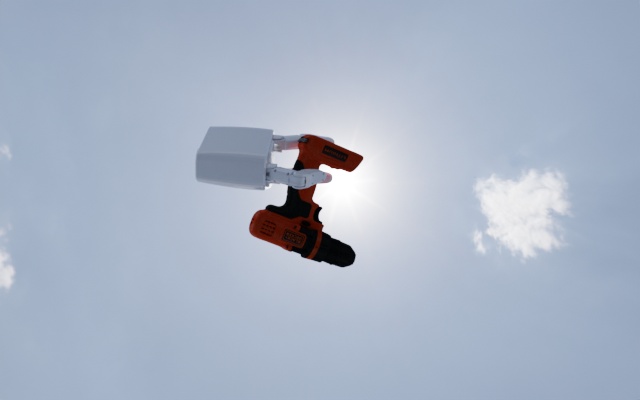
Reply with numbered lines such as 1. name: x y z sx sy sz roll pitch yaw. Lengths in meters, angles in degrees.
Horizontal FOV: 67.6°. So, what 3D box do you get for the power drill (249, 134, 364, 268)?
1. power drill: 0.000 0.002 0.764 0.184 0.187 0.057 22 -1 -19
